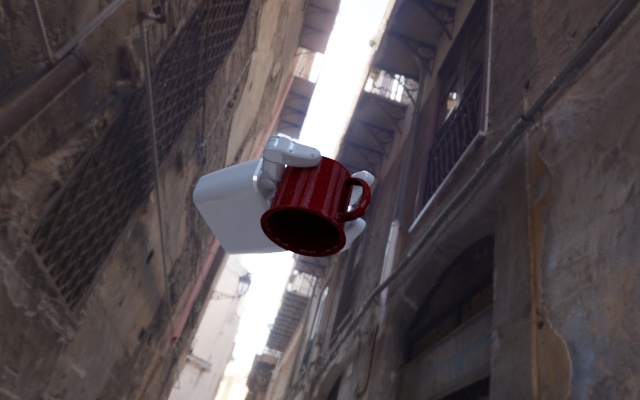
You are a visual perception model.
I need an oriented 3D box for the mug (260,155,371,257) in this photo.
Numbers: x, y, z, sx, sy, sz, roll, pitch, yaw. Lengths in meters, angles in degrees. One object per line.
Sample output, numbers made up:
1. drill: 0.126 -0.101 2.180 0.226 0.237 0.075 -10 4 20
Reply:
1. mug: 0.001 0.001 0.518 0.117 0.081 0.093 -10 -43 31
